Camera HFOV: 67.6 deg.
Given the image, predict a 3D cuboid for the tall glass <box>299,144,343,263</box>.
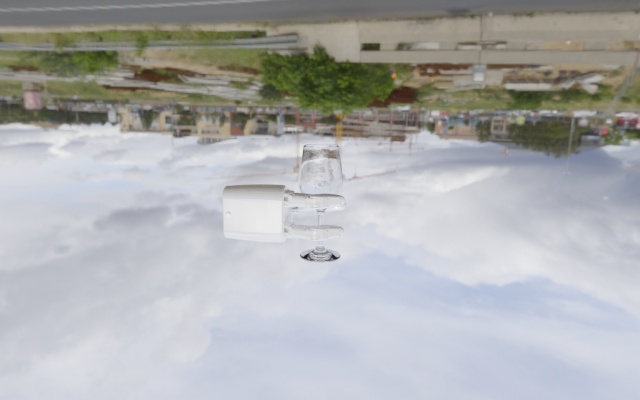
[{"bbox_3d":[0.000,0.003,0.844,0.079,0.201,0.079,1,12,0],"label":"tall glass"}]
